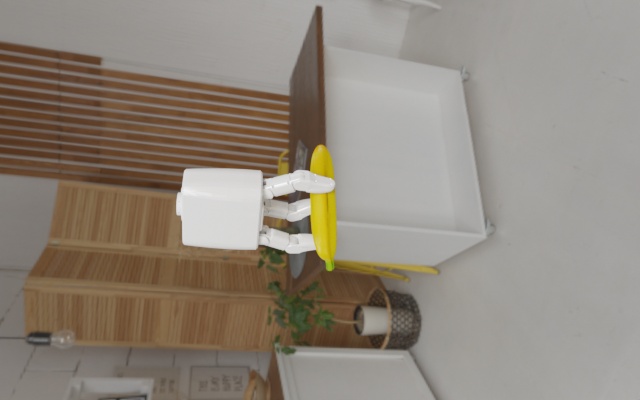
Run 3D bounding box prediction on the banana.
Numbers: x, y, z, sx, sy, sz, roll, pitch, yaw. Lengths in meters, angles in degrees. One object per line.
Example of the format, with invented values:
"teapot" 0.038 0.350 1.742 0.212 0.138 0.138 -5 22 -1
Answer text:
"banana" 0.002 0.000 0.701 0.037 0.197 0.070 0 -16 -6
